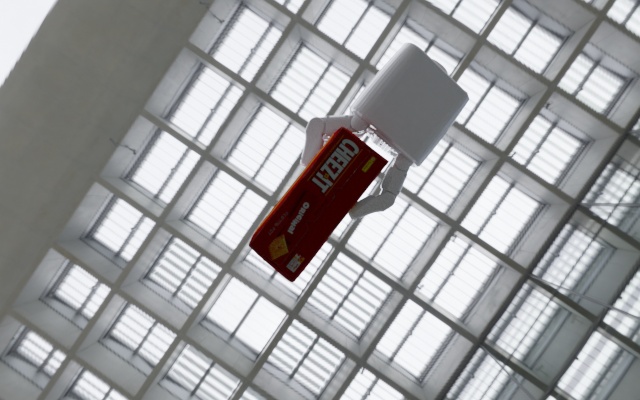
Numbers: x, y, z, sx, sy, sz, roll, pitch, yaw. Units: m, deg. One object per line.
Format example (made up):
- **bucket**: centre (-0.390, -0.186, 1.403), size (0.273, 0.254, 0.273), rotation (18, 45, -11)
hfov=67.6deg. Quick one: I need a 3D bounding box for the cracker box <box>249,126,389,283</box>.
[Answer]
- **cracker box**: centre (0.000, 0.002, 0.598), size (0.072, 0.164, 0.213), rotation (38, 2, 2)
